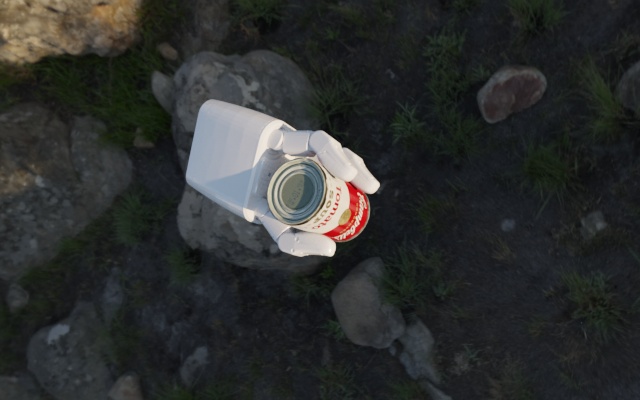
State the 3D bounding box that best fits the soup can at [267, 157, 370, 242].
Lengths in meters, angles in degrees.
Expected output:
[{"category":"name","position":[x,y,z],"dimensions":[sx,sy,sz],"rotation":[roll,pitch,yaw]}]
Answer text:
[{"category":"soup can","position":[0.000,0.002,0.489],"dimensions":[0.068,0.068,0.102],"rotation":[0,-13,29]}]
